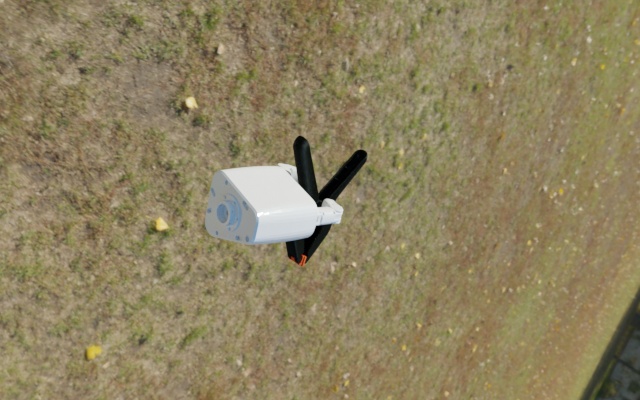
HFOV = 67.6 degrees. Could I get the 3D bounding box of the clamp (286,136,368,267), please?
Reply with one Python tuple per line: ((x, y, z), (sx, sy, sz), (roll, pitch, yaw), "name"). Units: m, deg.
((0.000, 0.003, 0.756), (0.036, 0.210, 0.164), (28, 22, 39), "clamp")
